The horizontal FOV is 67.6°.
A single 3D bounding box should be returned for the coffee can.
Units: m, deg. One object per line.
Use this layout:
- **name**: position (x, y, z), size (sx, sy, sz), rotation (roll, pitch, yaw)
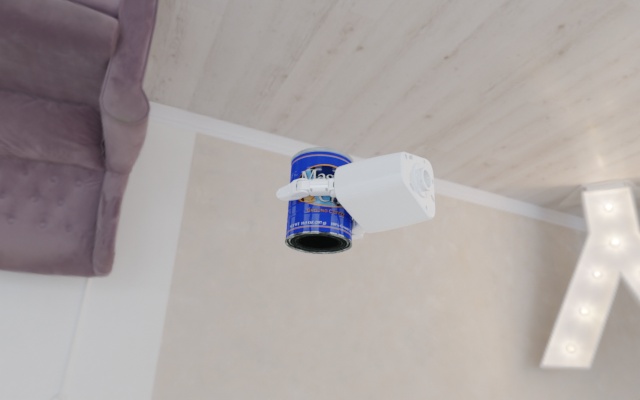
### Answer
- **coffee can**: position (0.000, 0.002, 0.749), size (0.103, 0.140, 0.103), rotation (2, -23, 1)
